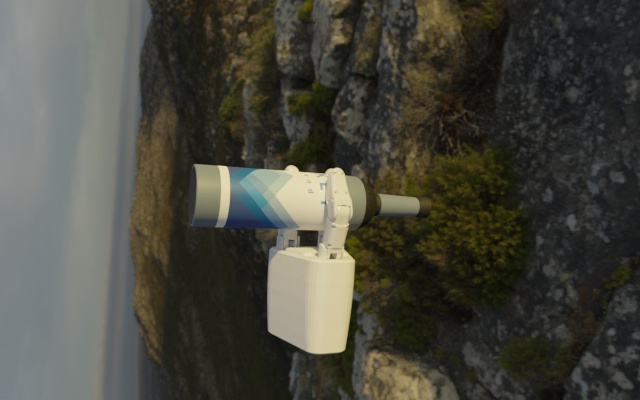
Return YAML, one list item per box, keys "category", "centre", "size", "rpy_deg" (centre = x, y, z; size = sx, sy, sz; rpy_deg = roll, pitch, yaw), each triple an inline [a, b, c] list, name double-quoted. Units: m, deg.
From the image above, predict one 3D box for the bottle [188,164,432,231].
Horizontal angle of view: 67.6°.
- category: "bottle"
  centre: [0.000, 0.002, 0.562]
  size: [0.296, 0.069, 0.069]
  rpy_deg: [3, -1, -22]
